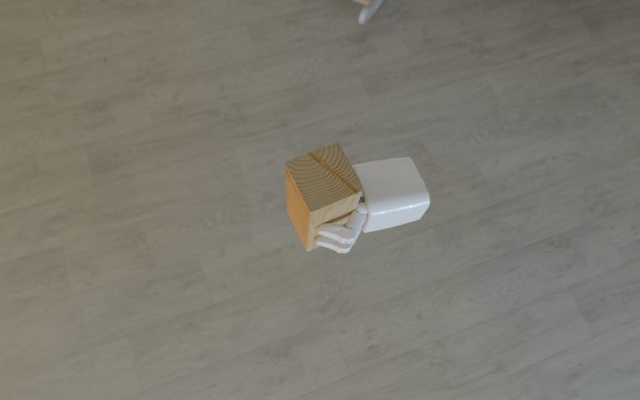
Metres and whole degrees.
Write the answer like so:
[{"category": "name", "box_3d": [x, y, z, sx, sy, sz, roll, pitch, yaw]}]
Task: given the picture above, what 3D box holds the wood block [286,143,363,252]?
[{"category": "wood block", "box_3d": [0.000, 0.002, 0.799, 0.090, 0.090, 0.206, -23, -19, -12]}]
